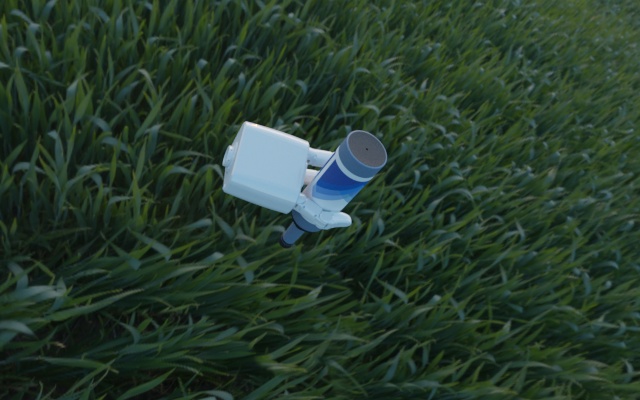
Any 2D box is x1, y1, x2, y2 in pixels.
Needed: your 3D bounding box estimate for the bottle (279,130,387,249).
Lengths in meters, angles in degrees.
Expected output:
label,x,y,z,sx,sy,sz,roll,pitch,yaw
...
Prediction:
label,x,y,z,sx,sy,sz,roll,pitch,yaw
bottle,0.000,0.002,0.778,0.069,0.069,0.296,0,-31,-31
